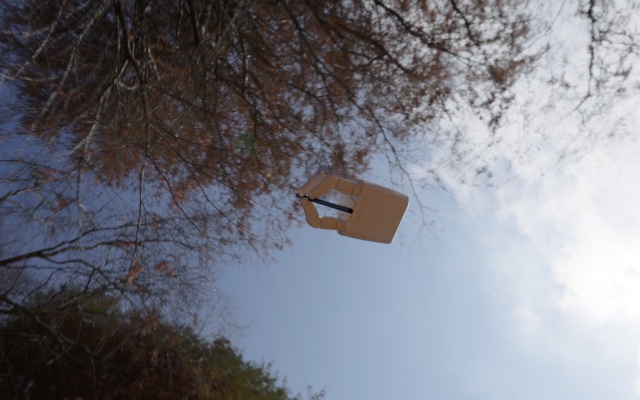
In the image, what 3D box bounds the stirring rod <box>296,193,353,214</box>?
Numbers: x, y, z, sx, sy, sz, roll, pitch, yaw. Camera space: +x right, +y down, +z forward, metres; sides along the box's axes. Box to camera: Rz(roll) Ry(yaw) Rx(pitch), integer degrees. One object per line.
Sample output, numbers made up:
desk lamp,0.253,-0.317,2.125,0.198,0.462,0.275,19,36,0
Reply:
stirring rod,0.000,0.003,0.819,0.011,0.011,0.239,0,6,-22
